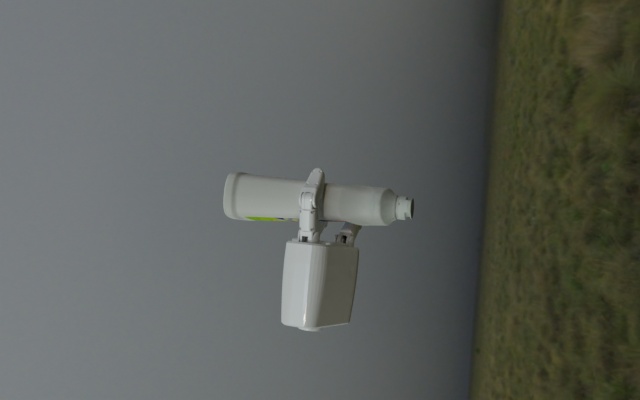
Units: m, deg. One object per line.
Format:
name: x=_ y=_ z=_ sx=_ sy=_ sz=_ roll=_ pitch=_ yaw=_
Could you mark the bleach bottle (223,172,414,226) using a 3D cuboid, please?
bleach bottle: x=0.000 y=0.002 z=0.661 sx=0.251 sy=0.068 sz=0.102 roll=4 pitch=-3 yaw=19
